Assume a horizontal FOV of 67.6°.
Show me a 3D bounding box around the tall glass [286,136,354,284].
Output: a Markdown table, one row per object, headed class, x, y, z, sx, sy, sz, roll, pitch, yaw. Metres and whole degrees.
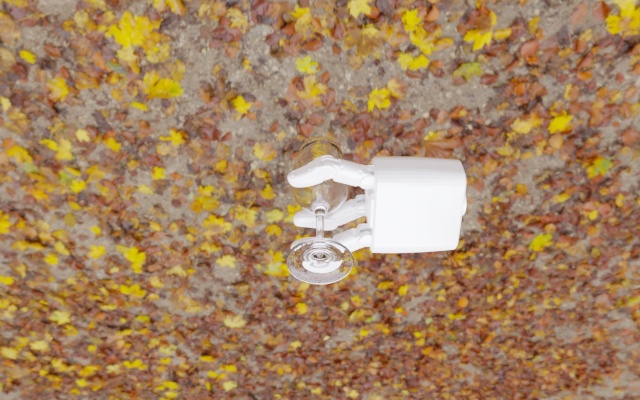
| class | x | y | z | sx | sy | sz | roll | pitch | yaw |
| --- | --- | --- | --- | --- | --- | --- | --- | --- | --- |
| tall glass | 0.000 | 0.002 | 0.594 | 0.079 | 0.079 | 0.200 | 0 | 42 | 0 |
